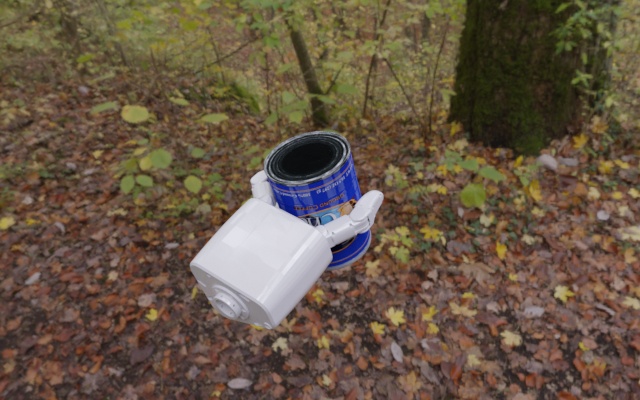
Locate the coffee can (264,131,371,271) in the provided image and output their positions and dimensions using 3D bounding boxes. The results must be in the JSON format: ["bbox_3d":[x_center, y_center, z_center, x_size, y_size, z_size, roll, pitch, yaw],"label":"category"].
[{"bbox_3d":[0.000,0.002,0.586,0.103,0.140,0.102,-11,38,8],"label":"coffee can"}]
